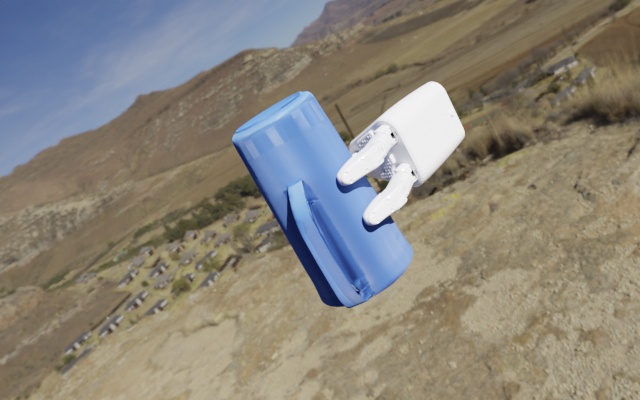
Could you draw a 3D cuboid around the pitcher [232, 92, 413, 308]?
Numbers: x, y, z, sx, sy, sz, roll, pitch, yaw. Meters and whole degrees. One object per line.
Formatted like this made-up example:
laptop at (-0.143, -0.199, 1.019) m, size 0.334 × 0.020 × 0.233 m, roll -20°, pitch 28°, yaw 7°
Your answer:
pitcher at (0.000, 0.002, 0.569) m, size 0.145 × 0.243 × 0.149 m, roll -40°, pitch 18°, yaw -26°
